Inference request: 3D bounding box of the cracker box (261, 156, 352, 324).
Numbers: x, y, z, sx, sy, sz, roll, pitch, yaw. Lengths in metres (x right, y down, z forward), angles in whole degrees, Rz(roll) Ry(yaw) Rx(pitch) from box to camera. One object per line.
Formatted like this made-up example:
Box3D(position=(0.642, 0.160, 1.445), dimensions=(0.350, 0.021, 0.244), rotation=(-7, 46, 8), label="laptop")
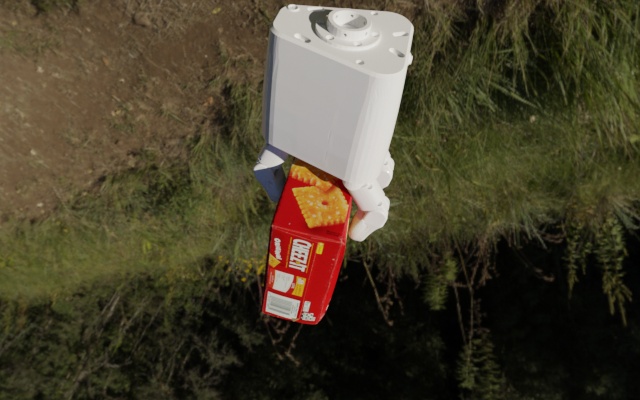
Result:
Box3D(position=(0.000, 0.002, 0.520), dimensions=(0.072, 0.213, 0.164), rotation=(14, -41, 2), label="cracker box")
